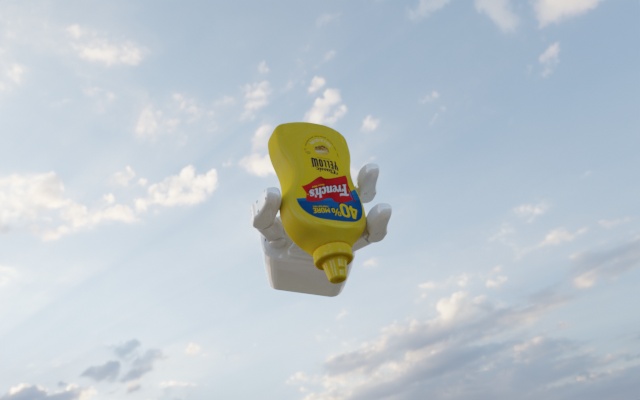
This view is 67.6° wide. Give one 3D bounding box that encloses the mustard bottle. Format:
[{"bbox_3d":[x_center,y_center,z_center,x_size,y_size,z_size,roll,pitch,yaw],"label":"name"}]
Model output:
[{"bbox_3d":[0.000,0.001,0.529,0.096,0.191,0.058,7,-37,-28],"label":"mustard bottle"}]
